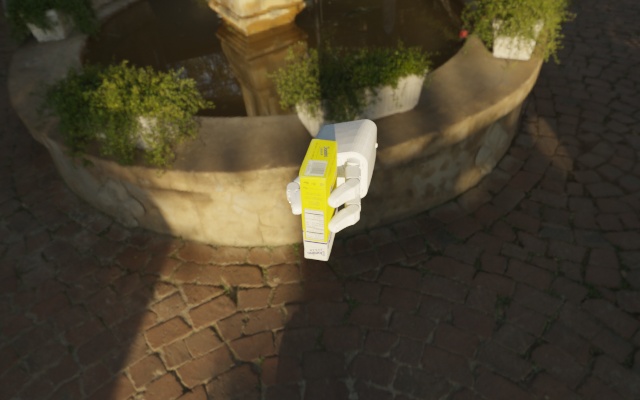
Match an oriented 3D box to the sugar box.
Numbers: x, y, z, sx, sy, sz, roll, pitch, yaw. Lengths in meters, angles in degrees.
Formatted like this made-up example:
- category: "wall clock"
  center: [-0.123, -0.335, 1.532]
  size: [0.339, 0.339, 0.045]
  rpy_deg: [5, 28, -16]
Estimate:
- category: "sugar box"
  center: [0.001, 0.002, 0.750]
  size: [0.048, 0.176, 0.093]
  rpy_deg: [6, 44, 12]
